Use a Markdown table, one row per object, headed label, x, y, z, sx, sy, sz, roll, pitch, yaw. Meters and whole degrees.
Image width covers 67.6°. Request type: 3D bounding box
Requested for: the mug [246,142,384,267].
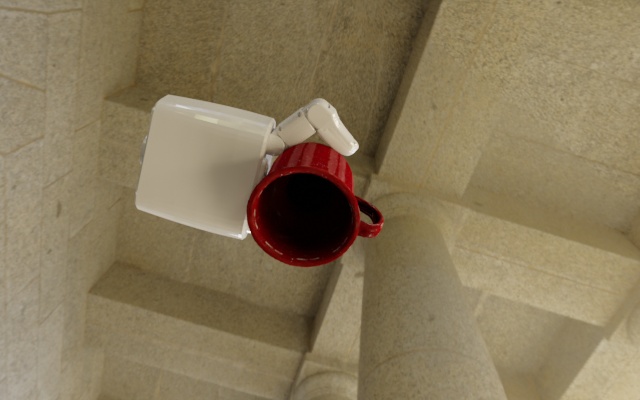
| label | x | y | z | sx | sy | sz | roll | pitch | yaw |
| --- | --- | --- | --- | --- | --- | --- | --- | --- | --- |
| mug | 0.001 | 0.002 | 0.424 | 0.117 | 0.093 | 0.081 | 16 | 26 | -3 |
